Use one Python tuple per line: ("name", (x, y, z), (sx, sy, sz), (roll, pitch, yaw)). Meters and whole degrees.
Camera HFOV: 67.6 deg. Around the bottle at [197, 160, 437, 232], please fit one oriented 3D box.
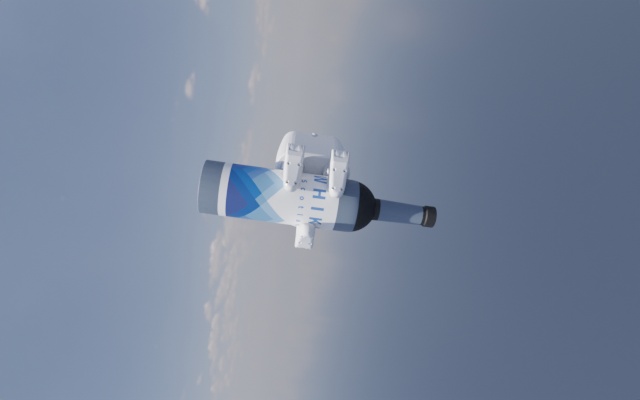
("bottle", (0.000, 0.002, 0.602), (0.296, 0.069, 0.069), (8, -1, -5))
